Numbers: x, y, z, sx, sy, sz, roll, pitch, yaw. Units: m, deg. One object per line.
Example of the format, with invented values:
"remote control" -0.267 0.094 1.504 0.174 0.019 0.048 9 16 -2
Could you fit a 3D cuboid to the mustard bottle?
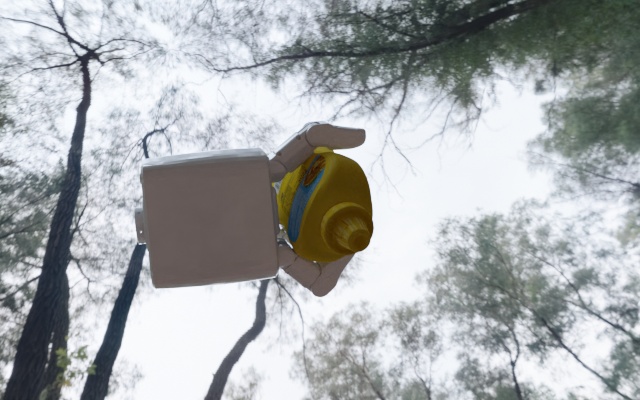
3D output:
"mustard bottle" 0.000 0.001 0.432 0.058 0.096 0.191 19 10 -22
